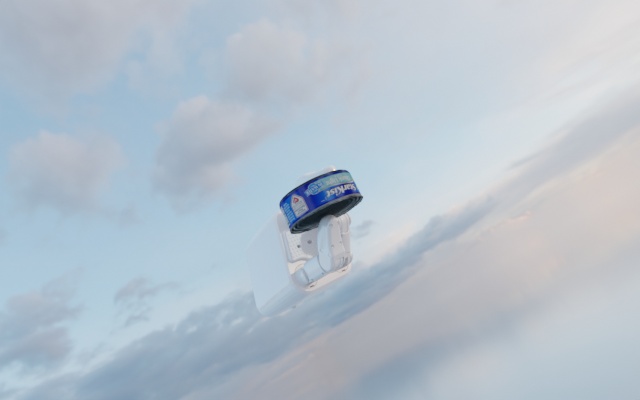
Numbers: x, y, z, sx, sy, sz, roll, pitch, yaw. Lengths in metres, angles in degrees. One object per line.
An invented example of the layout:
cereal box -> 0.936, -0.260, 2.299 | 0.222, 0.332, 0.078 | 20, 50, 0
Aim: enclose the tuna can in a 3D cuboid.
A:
tuna can -> 0.000, 0.001, 0.508 | 0.086, 0.033, 0.086 | -25, -13, -6
